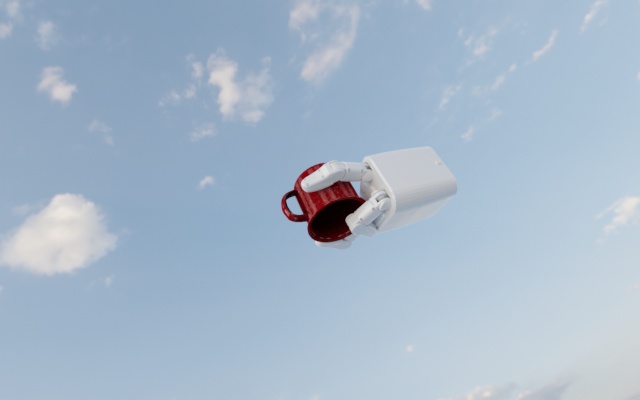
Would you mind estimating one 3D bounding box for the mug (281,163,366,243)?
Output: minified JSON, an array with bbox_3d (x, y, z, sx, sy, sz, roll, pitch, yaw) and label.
[{"bbox_3d":[-0.001,0.002,0.682,0.117,0.081,0.093,-11,-41,-20],"label":"mug"}]
